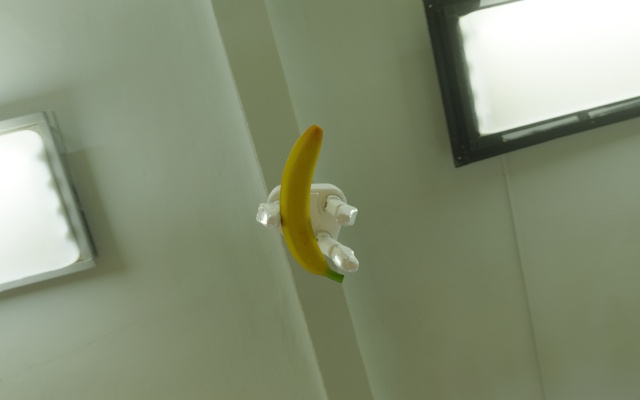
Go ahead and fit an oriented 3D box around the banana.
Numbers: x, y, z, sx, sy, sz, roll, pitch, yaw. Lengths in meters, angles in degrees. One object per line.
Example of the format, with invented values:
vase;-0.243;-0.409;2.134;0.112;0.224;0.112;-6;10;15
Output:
banana;-0.018;0.008;0.594;0.069;0.198;0.037;-9;8;2
